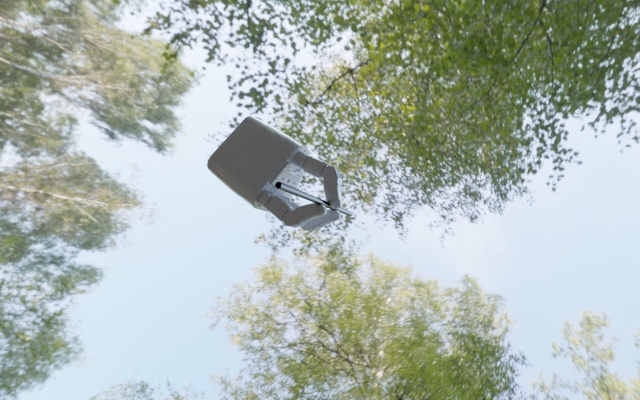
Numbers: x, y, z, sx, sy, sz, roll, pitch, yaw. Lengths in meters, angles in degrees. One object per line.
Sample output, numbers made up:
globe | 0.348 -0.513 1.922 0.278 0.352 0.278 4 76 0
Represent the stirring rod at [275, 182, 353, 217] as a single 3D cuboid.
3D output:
stirring rod | 0.000 0.002 0.629 0.011 0.011 0.239 0 -9 23
